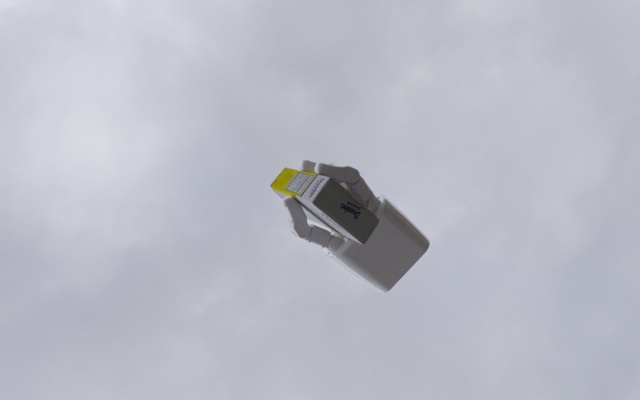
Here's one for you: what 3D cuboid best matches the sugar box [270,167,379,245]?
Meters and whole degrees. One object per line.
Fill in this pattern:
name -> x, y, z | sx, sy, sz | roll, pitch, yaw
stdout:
sugar box -> 0.000, 0.002, 0.654 | 0.093, 0.048, 0.176 | 40, -11, -23
